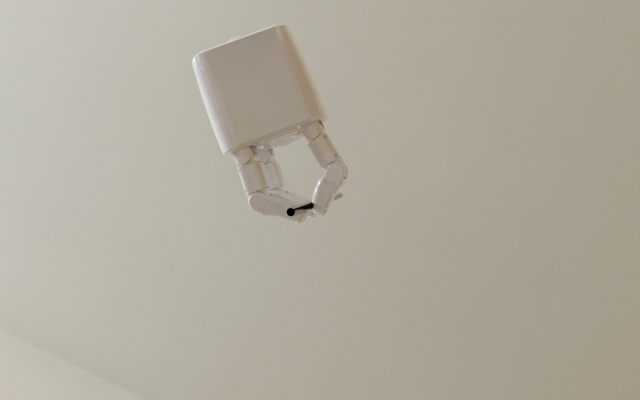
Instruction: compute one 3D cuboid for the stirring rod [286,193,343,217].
[{"bbox_3d":[0.000,0.002,0.547,0.011,0.011,0.239,0,4,13],"label":"stirring rod"}]
